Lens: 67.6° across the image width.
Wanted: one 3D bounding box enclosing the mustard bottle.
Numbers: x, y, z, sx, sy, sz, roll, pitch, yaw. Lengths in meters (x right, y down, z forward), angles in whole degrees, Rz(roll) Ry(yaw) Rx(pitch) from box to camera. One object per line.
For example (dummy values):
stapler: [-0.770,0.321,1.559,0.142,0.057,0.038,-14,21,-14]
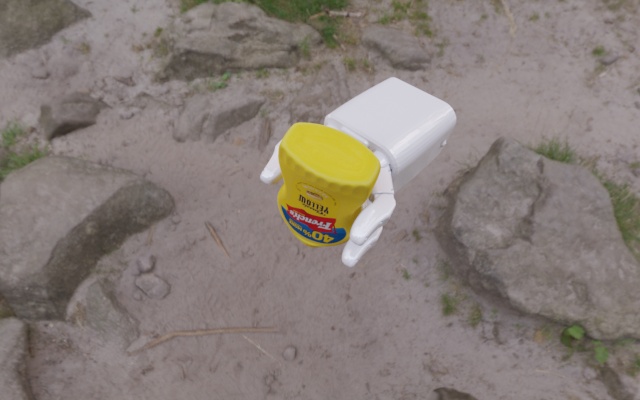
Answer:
mustard bottle: [0.000,0.002,0.517,0.096,0.058,0.192,24,-29,7]
